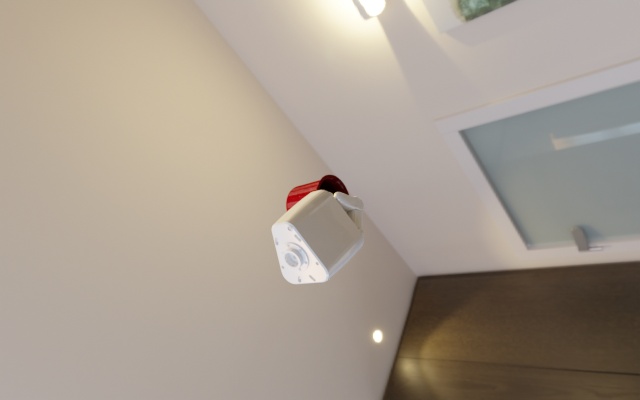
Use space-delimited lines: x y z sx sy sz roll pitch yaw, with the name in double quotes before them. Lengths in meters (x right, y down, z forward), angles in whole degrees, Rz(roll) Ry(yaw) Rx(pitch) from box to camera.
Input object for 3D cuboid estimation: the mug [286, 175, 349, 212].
"mug" 0.001 0.002 0.851 0.081 0.093 0.117 -13 17 40
